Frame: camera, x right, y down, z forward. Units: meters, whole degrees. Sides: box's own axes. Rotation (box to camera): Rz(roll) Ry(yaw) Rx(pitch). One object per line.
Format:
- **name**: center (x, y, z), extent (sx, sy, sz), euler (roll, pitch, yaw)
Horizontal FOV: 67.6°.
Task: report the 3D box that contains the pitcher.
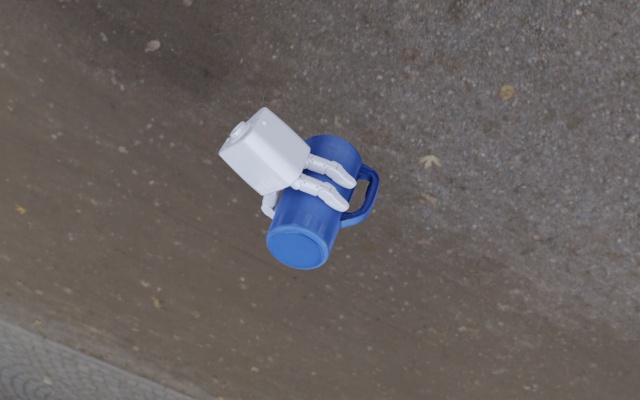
- **pitcher**: center (0.000, 0.003, 0.859), extent (0.149, 0.242, 0.145), euler (-28, -61, 37)
